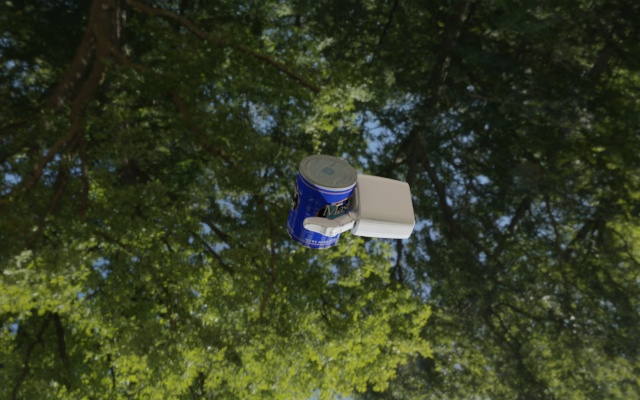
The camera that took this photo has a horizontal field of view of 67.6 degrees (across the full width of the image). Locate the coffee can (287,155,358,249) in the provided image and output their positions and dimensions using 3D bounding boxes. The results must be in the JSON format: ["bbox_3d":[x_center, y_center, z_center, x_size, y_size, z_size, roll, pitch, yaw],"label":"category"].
[{"bbox_3d":[0.000,0.003,0.865,0.103,0.140,0.102,10,36,-7],"label":"coffee can"}]
